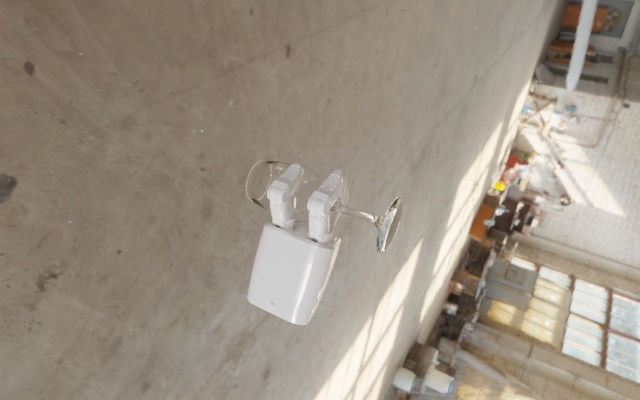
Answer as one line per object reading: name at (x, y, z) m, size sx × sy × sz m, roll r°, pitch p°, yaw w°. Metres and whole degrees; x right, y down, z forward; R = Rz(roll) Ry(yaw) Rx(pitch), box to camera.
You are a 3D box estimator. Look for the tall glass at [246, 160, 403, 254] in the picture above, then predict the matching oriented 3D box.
tall glass at (0.001, 0.002, 0.628) m, size 0.201 × 0.079 × 0.079 m, roll 19°, pitch 8°, yaw 24°
